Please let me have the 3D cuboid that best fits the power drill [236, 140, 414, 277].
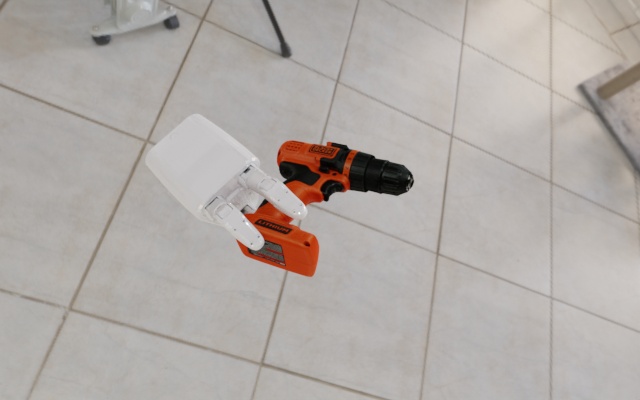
[{"bbox_3d":[0.000,0.002,0.571,0.184,0.057,0.187,13,44,24],"label":"power drill"}]
